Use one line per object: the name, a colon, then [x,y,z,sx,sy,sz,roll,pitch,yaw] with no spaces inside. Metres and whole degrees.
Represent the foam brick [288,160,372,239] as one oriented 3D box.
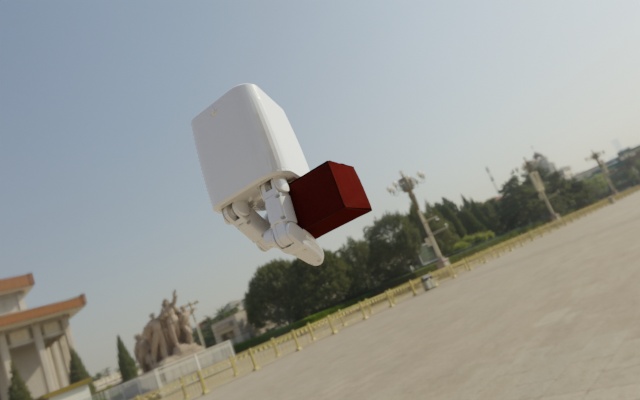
foam brick: [0.000,0.002,0.477,0.078,0.051,0.053,-28,-19,29]
